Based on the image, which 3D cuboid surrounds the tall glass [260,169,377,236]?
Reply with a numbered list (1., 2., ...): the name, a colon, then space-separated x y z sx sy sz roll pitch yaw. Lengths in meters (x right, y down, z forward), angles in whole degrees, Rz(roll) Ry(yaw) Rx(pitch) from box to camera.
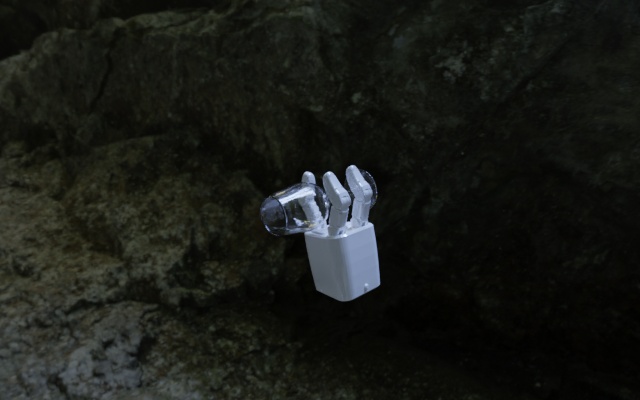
1. tall glass: 0.001 0.002 0.771 0.201 0.079 0.079 -16 11 -42
